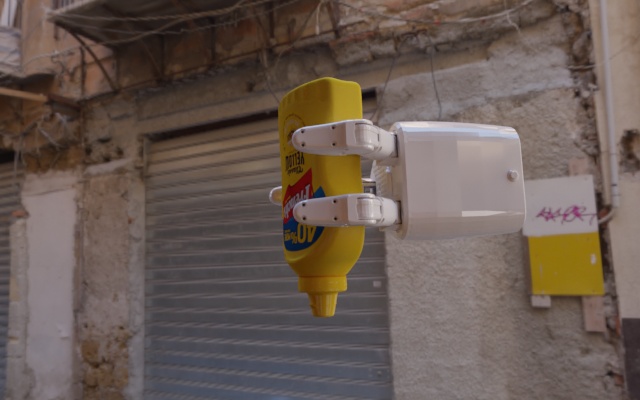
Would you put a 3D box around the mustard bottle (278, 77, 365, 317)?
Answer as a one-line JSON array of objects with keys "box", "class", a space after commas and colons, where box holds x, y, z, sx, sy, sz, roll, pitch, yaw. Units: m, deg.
[{"box": [0.000, 0.001, 0.409, 0.058, 0.191, 0.096, 2, -8, -32], "class": "mustard bottle"}]
